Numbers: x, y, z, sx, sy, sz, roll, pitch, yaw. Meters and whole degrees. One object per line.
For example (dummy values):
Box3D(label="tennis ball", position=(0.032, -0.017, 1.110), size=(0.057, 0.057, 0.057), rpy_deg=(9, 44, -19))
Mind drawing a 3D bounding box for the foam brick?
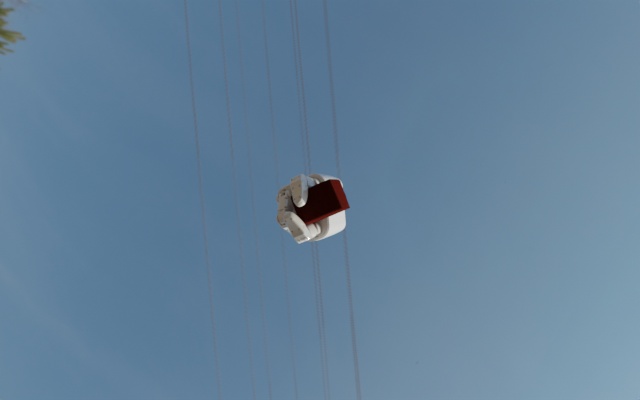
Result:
Box3D(label="foam brick", position=(0.000, 0.003, 0.788), size=(0.078, 0.053, 0.051), rpy_deg=(-23, -8, 21))
